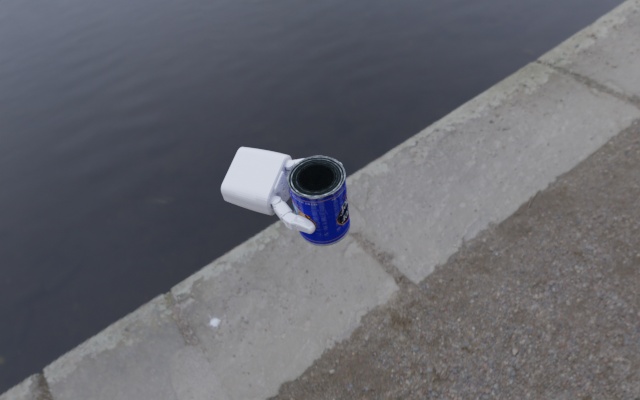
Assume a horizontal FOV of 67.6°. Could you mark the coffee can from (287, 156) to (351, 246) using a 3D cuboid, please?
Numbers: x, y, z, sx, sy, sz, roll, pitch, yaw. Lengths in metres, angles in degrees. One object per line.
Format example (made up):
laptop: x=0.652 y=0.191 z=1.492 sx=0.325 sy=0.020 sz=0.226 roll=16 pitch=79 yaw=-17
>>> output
coffee can: x=0.000 y=0.003 z=0.879 sx=0.103 sy=0.102 sz=0.140 roll=0 pitch=-40 yaw=8
